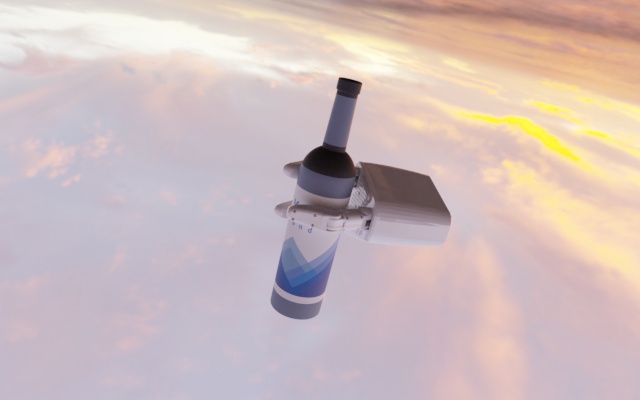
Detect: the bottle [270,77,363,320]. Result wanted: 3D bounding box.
[{"bbox_3d":[0.000,0.002,0.575,0.069,0.296,0.069,12,20,-4],"label":"bottle"}]
